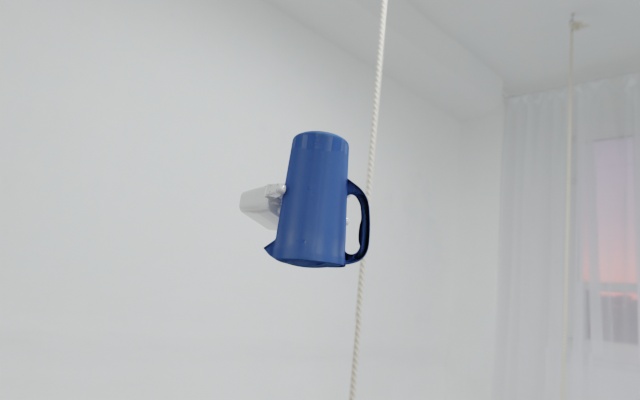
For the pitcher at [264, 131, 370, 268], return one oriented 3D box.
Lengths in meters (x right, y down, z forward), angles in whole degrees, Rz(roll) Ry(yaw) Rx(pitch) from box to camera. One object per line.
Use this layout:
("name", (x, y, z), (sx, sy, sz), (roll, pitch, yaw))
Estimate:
("pitcher", (0.000, 0.003, 0.878), (0.149, 0.242, 0.145), (16, -15, -39))
